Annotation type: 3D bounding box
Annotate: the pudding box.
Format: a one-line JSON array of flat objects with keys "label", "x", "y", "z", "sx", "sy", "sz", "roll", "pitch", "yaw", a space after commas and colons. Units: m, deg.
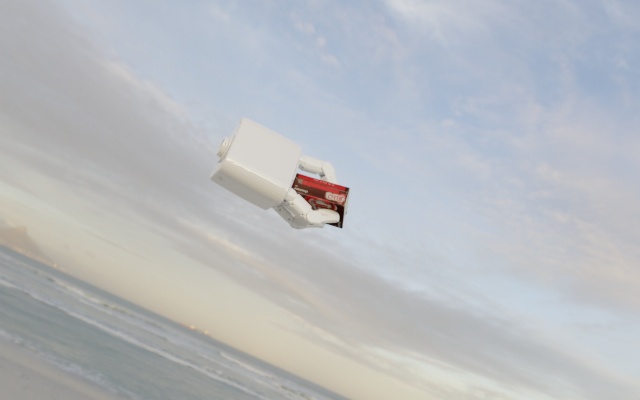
[{"label": "pudding box", "x": 0.000, "y": 0.002, "z": 0.789, "sx": 0.090, "sy": 0.039, "sz": 0.113, "roll": 17, "pitch": -18, "yaw": 8}]
